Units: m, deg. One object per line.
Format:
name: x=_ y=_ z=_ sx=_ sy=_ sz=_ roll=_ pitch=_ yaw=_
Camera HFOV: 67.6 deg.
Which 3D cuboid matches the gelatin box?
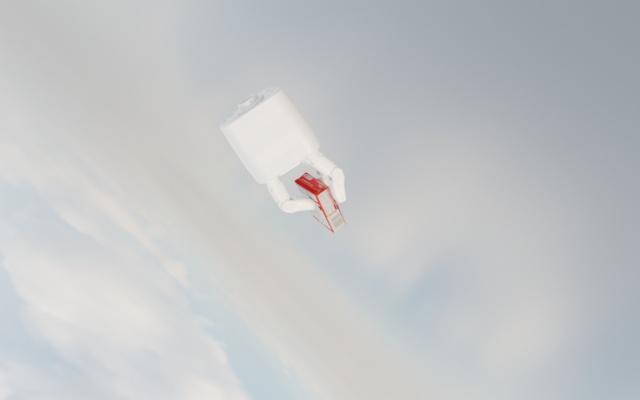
gelatin box: x=0.000 y=0.003 z=0.805 sx=0.030 sy=0.089 sz=0.073 roll=-36 pitch=35 yaw=-14
